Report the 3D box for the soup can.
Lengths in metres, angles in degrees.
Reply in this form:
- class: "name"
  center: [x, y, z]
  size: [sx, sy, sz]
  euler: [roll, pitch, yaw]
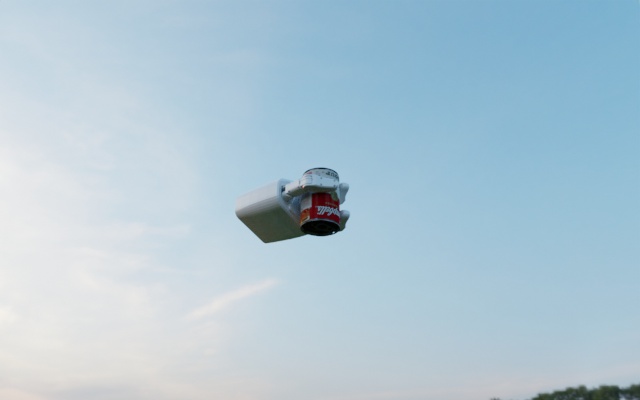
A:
- class: "soup can"
  center: [0.000, 0.002, 0.825]
  size: [0.068, 0.102, 0.068]
  euler: [1, -28, 0]
